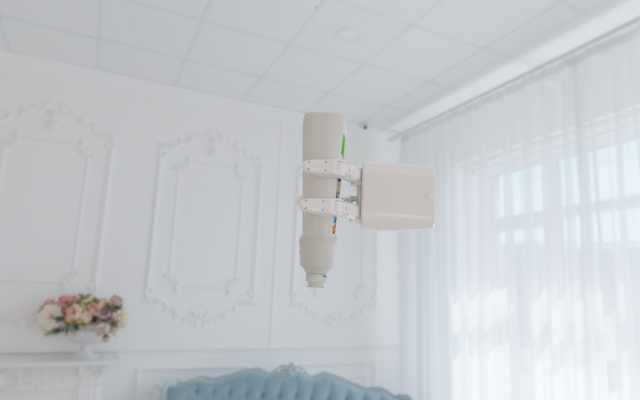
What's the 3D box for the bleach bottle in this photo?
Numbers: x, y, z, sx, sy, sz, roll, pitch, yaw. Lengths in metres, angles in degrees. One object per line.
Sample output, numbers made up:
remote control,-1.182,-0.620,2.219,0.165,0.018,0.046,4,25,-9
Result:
bleach bottle,0.000,0.002,0.708,0.068,0.250,0.102,2,-11,4
